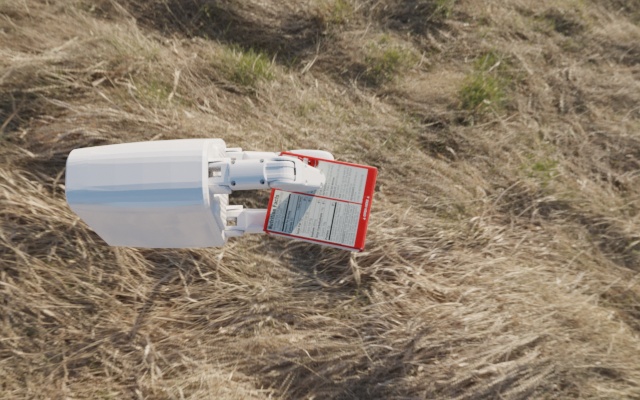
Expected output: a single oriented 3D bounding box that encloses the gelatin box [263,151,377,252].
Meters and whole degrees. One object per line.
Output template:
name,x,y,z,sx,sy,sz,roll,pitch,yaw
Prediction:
gelatin box,0.000,0.001,0.420,0.089,0.073,0.030,10,-10,4
